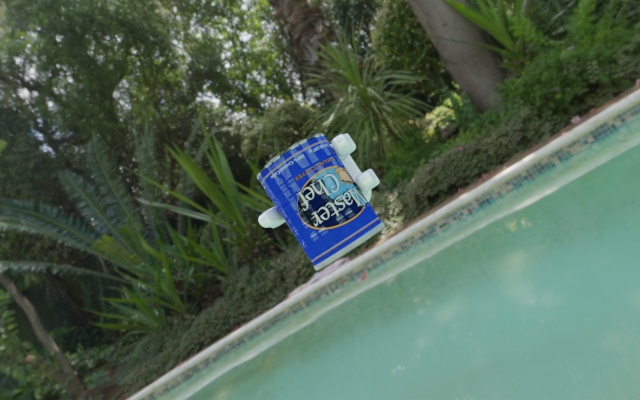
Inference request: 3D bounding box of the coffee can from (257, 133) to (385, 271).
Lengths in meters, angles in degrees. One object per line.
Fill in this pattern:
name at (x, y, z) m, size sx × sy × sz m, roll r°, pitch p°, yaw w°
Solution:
coffee can at (0.000, 0.002, 0.602) m, size 0.103 × 0.140 × 0.103 m, roll -33°, pitch -5°, yaw -3°
